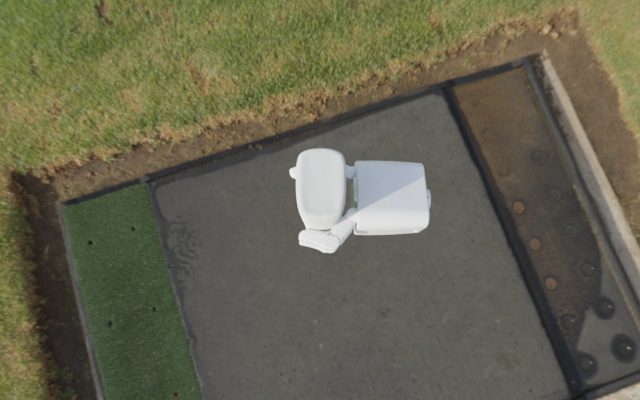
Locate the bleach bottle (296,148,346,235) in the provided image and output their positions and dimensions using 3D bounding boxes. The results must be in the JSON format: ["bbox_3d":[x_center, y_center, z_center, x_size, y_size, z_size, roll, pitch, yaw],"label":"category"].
[{"bbox_3d":[0.000,0.003,0.754,0.068,0.102,0.251,1,-11,0],"label":"bleach bottle"}]
